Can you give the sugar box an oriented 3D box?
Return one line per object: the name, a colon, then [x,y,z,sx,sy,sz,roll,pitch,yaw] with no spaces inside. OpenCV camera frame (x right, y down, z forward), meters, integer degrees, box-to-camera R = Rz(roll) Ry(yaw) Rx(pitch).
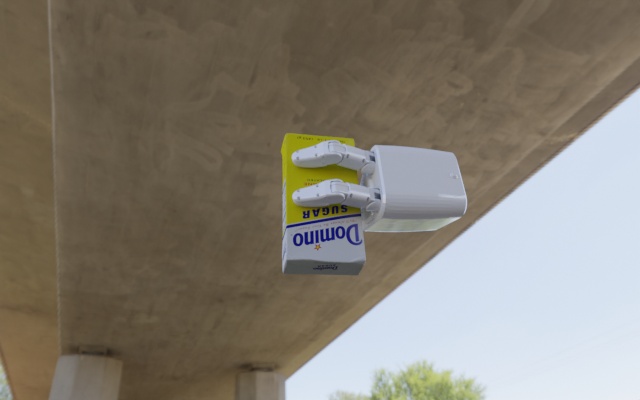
sugar box: [0.000,0.002,0.583,0.093,0.176,0.048,2,-33,-11]
